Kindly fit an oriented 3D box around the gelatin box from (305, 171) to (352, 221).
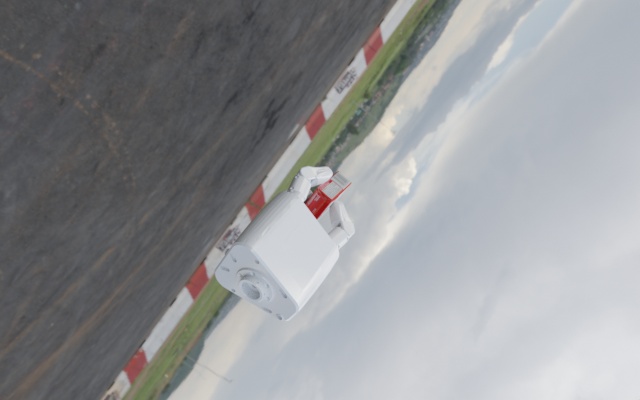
[{"bbox_3d":[0.001,0.002,0.682,0.073,0.030,0.089,-50,-4,29],"label":"gelatin box"}]
